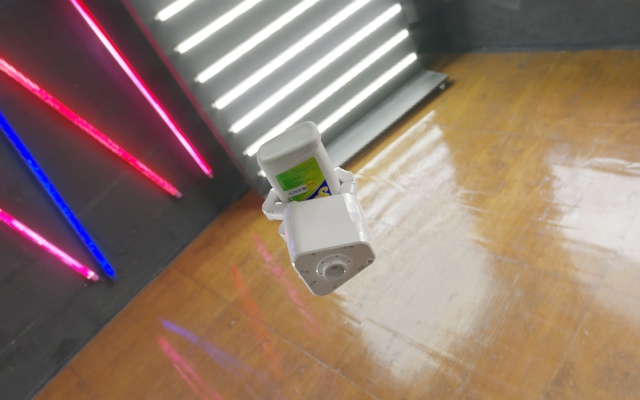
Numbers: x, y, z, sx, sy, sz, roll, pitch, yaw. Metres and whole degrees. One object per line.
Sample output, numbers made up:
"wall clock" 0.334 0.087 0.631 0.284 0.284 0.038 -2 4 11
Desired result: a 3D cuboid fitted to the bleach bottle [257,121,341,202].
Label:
"bleach bottle" 0.000 0.002 0.756 0.102 0.251 0.068 -24 37 9
